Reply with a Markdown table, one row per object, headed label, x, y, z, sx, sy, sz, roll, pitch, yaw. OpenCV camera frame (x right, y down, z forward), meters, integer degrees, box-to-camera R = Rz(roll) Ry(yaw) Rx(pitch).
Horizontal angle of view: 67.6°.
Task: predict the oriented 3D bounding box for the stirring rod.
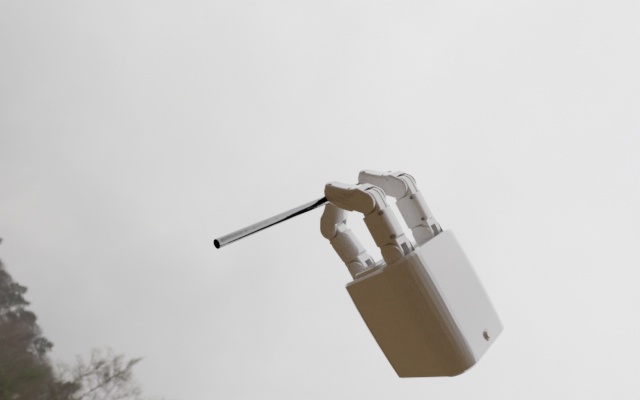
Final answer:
| label | x | y | z | sx | sy | sz | roll | pitch | yaw |
| --- | --- | --- | --- | --- | --- | --- | --- | --- | --- |
| stirring rod | 0.000 | 0.002 | 0.439 | 0.011 | 0.011 | 0.239 | 0 | 15 | 41 |
